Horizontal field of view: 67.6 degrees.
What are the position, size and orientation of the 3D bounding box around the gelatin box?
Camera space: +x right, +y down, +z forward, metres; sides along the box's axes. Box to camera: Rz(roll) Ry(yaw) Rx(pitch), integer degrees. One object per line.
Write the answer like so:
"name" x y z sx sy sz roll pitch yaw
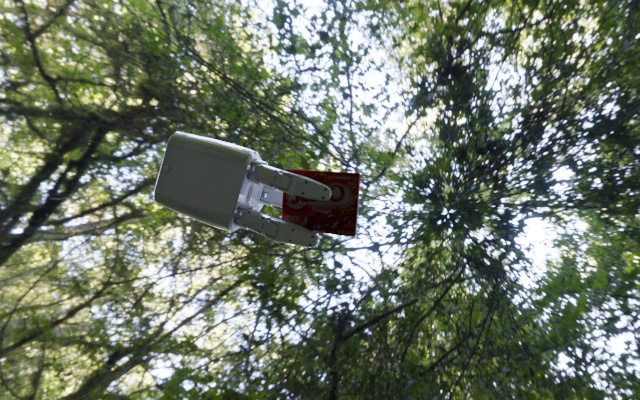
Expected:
"gelatin box" 0.000 0.002 0.557 0.089 0.073 0.030 4 2 6
